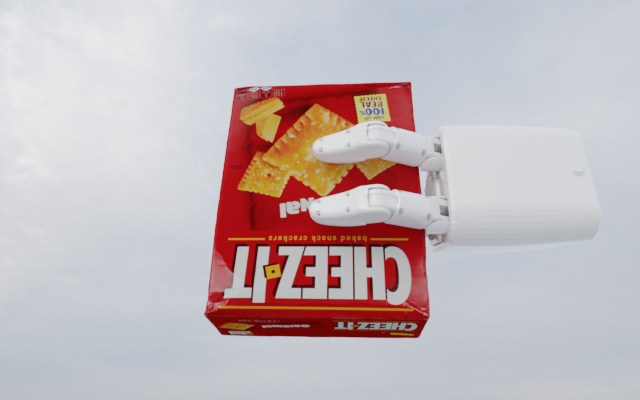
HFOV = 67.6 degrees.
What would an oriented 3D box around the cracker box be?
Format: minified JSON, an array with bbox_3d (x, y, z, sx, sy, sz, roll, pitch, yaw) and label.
[{"bbox_3d":[0.000,0.001,0.406,0.164,0.213,0.072,0,-28,3],"label":"cracker box"}]
